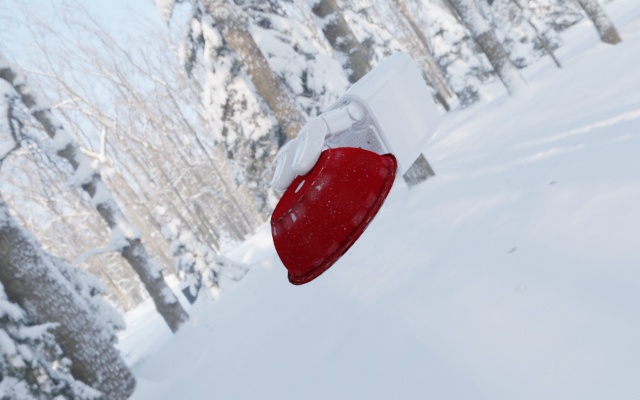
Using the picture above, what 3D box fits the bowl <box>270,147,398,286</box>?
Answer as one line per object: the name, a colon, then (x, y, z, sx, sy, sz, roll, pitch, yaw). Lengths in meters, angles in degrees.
bowl: (-0.001, 0.002, 0.466, 0.055, 0.162, 0.162, 38, -11, -13)
